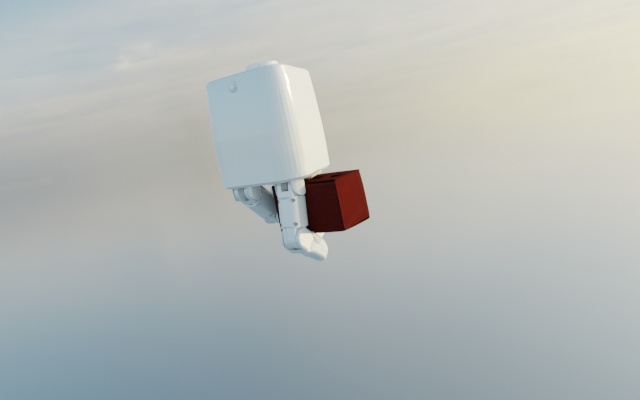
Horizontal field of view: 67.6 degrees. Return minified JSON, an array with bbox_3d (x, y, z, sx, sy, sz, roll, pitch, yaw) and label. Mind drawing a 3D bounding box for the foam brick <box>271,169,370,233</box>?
[{"bbox_3d":[0.000,0.002,0.478,0.078,0.051,0.053,-5,10,33],"label":"foam brick"}]
